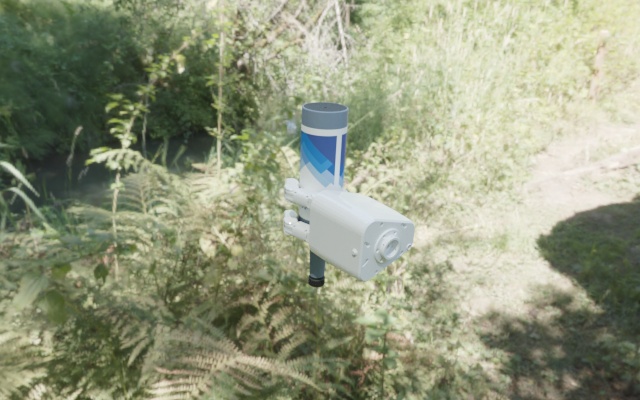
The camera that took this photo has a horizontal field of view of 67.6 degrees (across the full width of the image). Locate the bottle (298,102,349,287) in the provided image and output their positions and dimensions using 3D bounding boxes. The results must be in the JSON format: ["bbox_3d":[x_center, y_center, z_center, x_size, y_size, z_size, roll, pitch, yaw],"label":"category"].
[{"bbox_3d":[0.000,0.002,0.735,0.069,0.296,0.069,2,23,-1],"label":"bottle"}]
